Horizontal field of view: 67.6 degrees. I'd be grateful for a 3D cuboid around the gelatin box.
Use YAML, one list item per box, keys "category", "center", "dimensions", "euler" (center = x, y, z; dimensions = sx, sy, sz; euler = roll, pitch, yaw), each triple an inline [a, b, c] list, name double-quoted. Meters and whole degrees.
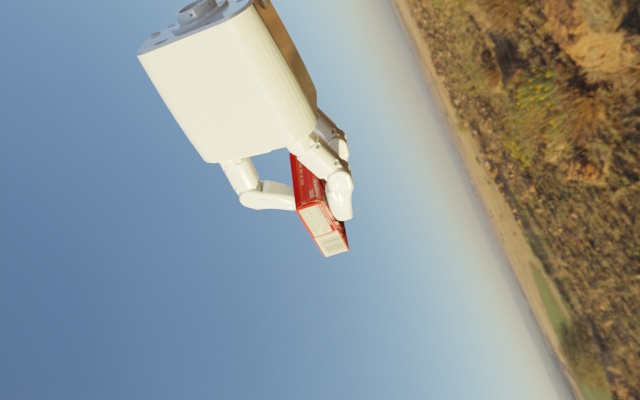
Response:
- category: "gelatin box"
  center: [0.000, 0.002, 0.475]
  dimensions: [0.030, 0.073, 0.089]
  euler: [-17, -41, 10]
